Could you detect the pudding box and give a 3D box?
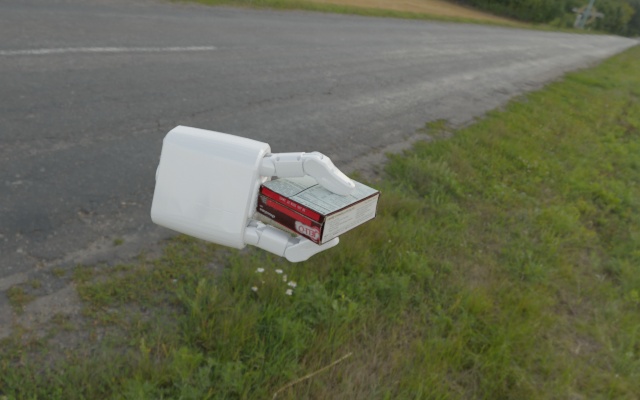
[{"bbox_3d":[0.000,0.002,0.526,0.090,0.039,0.113,27,30,30],"label":"pudding box"}]
